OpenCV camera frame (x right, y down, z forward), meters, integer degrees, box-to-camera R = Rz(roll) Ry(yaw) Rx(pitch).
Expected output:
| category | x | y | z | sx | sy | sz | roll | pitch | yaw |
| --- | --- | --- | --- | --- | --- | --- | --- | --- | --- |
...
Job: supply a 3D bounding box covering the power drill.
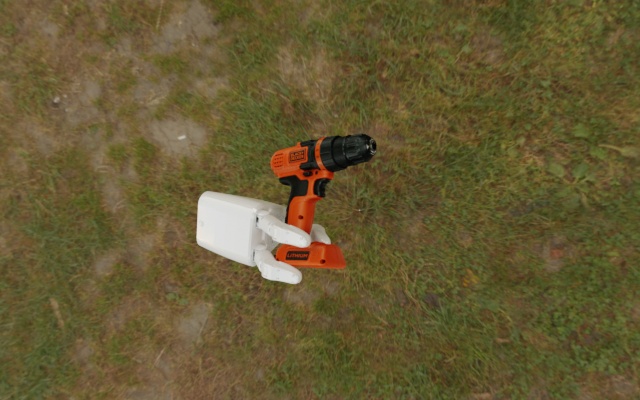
| category | x | y | z | sx | sy | sz | roll | pitch | yaw |
| --- | --- | --- | --- | --- | --- | --- | --- | --- | --- |
| power drill | 0.000 | 0.003 | 0.683 | 0.184 | 0.187 | 0.057 | -7 | -15 | 42 |
